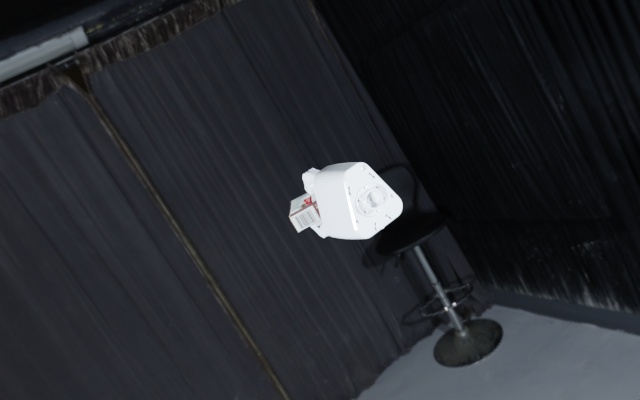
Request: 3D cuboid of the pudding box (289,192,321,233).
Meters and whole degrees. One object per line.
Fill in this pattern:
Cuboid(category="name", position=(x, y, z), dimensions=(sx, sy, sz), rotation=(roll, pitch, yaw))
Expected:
Cuboid(category="pudding box", position=(0.000, 0.003, 0.854), dimensions=(0.113, 0.039, 0.090), rotation=(-27, 15, 6))
